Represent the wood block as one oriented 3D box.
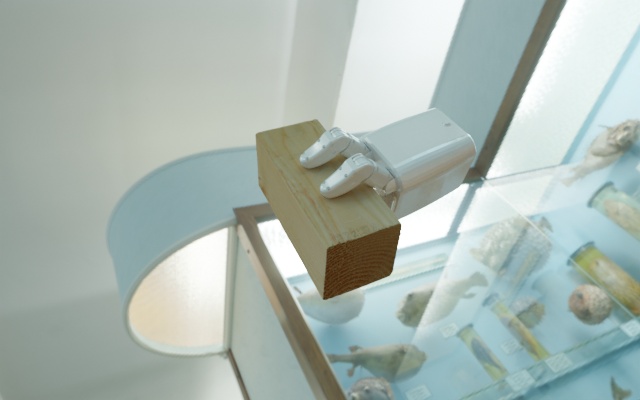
[{"bbox_3d":[0.000,0.002,0.570,0.090,0.091,0.206,-17,46,-19],"label":"wood block"}]
